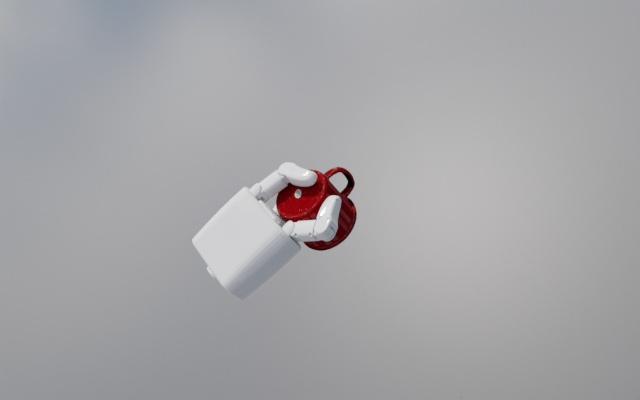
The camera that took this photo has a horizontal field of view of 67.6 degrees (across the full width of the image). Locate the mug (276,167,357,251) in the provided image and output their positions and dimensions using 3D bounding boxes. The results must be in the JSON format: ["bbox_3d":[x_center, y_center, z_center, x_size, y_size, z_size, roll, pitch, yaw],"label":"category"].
[{"bbox_3d":[0.001,0.001,0.665,0.093,0.117,0.081,43,-3,46],"label":"mug"}]
